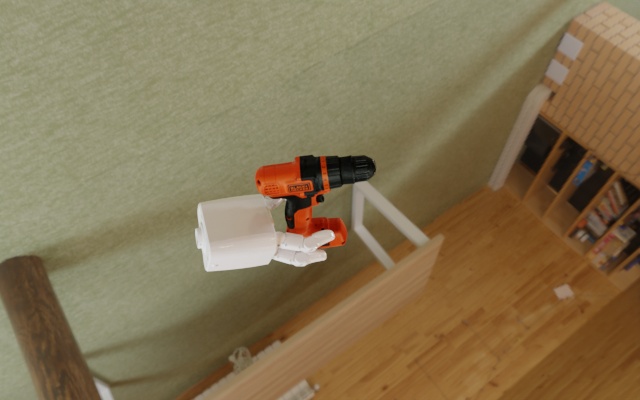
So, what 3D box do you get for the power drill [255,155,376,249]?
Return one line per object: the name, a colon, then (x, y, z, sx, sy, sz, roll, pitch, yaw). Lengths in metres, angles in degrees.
power drill: (0.000, 0.003, 0.779, 0.184, 0.057, 0.188, -6, -42, 3)
